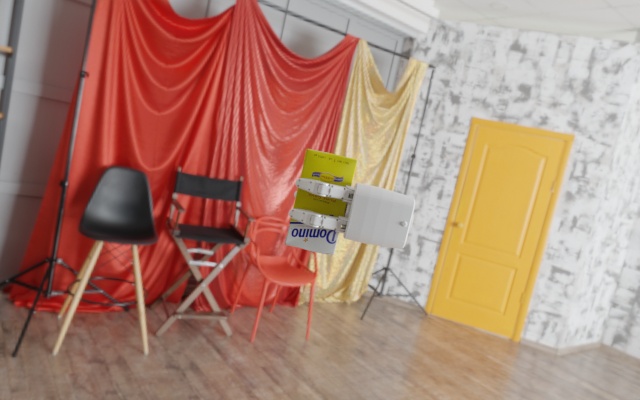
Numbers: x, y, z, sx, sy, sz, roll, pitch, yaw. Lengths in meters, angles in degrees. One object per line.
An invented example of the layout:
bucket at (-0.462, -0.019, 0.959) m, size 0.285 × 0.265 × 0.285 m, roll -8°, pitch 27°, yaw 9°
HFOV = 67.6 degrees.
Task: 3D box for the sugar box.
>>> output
sugar box at (0.000, 0.003, 0.851) m, size 0.093 × 0.176 × 0.048 m, roll 13°, pitch 6°, yaw -1°
